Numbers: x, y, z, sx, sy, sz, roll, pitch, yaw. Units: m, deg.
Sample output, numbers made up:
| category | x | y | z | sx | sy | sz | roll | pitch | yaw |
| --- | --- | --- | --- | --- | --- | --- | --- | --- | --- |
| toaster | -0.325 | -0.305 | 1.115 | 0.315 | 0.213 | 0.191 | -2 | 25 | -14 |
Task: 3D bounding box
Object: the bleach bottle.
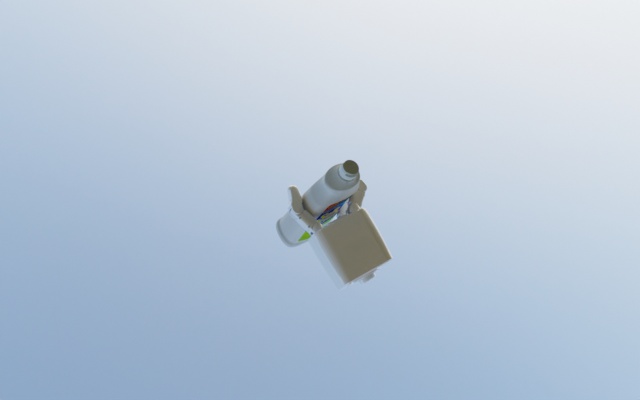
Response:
| category | x | y | z | sx | sy | sz | roll | pitch | yaw |
| --- | --- | --- | --- | --- | --- | --- | --- | --- | --- |
| bleach bottle | 0.000 | 0.003 | 0.875 | 0.102 | 0.068 | 0.251 | -22 | -16 | -30 |
